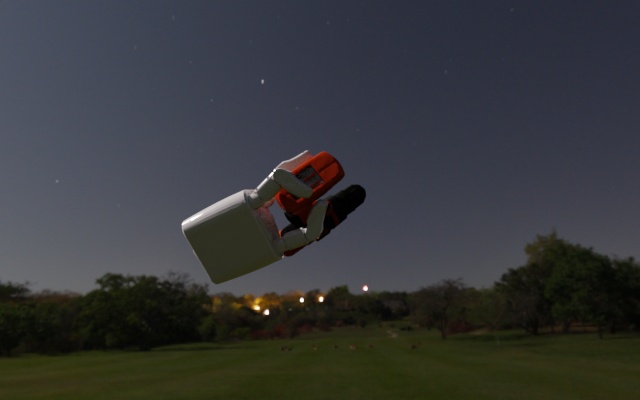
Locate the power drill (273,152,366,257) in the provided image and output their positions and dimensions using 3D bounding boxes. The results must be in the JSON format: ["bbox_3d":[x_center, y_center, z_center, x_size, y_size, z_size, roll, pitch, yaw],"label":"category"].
[{"bbox_3d":[0.000,0.002,0.760,0.184,0.057,0.188,-36,-23,-14],"label":"power drill"}]
